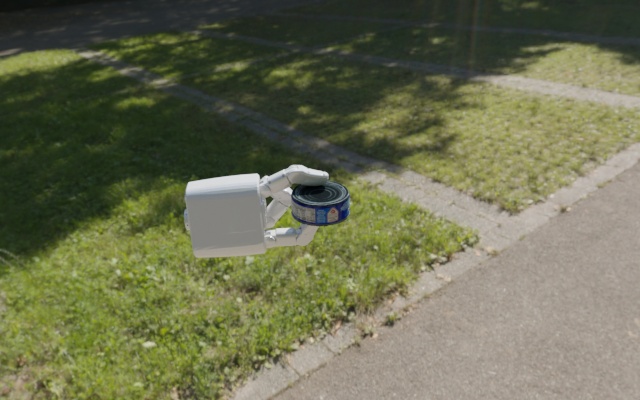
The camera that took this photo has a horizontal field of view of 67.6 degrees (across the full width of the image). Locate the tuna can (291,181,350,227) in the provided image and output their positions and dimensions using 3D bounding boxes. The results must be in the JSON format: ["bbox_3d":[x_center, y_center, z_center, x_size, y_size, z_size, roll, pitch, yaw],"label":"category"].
[{"bbox_3d":[0.000,0.002,0.689,0.086,0.034,0.086,0,27,0],"label":"tuna can"}]
